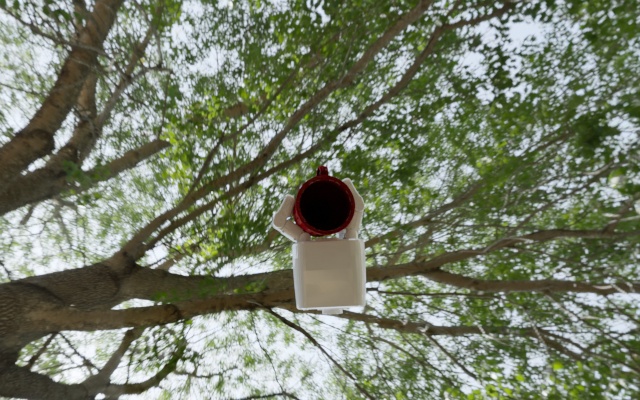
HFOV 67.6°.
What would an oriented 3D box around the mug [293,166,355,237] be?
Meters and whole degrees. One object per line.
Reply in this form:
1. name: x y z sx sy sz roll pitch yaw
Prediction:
1. mug: 0.000 0.001 0.767 0.093 0.117 0.081 0 -11 -11
